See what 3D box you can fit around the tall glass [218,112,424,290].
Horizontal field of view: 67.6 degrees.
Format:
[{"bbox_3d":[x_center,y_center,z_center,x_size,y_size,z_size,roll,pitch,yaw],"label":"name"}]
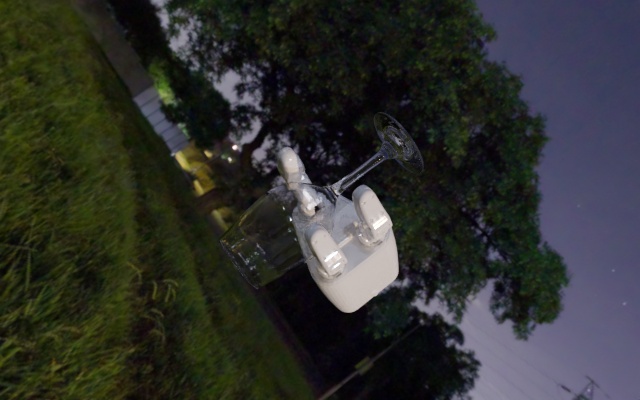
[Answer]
[{"bbox_3d":[0.001,0.001,0.468,0.201,0.079,0.079,-37,6,-8],"label":"tall glass"}]
